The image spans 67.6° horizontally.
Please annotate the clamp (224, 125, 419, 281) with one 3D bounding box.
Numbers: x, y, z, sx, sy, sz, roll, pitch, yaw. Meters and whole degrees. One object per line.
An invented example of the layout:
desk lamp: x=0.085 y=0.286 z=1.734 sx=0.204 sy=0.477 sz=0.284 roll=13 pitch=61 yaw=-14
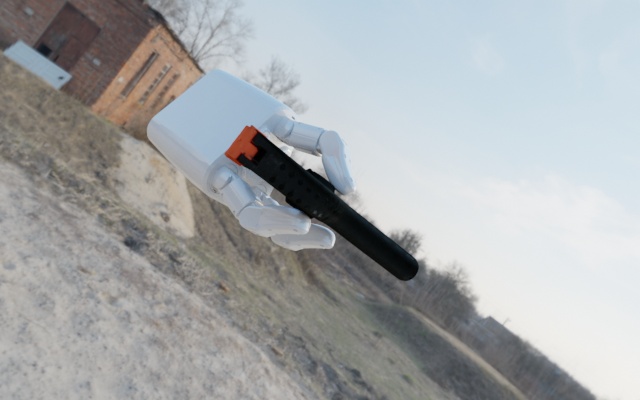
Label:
clamp: x=0.000 y=0.000 z=0.410 sx=0.164 sy=0.036 sz=0.210 roll=36 pitch=-1 yaw=30
